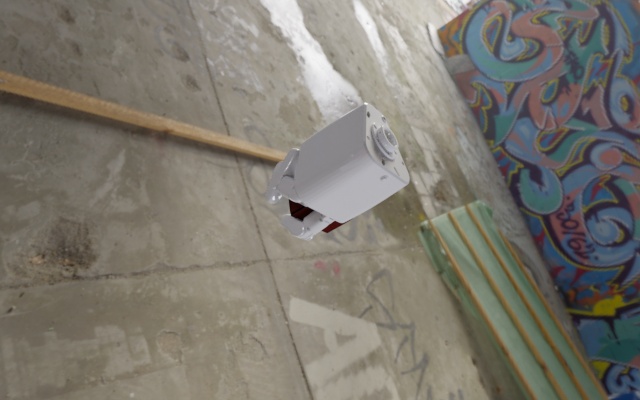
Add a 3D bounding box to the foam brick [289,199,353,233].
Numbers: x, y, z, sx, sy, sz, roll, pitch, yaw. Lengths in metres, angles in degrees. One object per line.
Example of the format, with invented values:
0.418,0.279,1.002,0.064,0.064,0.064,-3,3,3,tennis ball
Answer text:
0.000,0.002,0.659,0.051,0.053,0.078,-32,-40,29,foam brick
